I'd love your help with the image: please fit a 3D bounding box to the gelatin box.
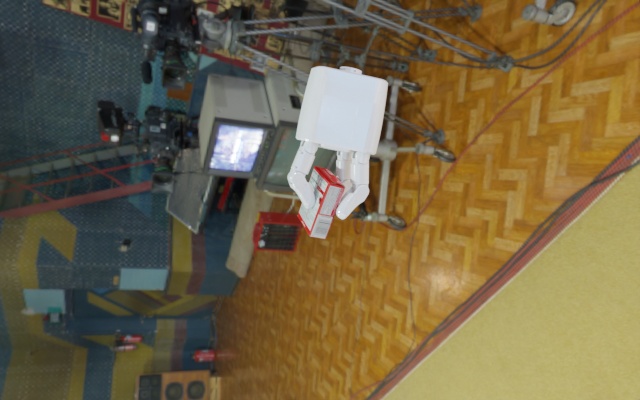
[{"bbox_3d":[0.000,0.003,0.717,0.030,0.089,0.073,13,18,-23],"label":"gelatin box"}]
